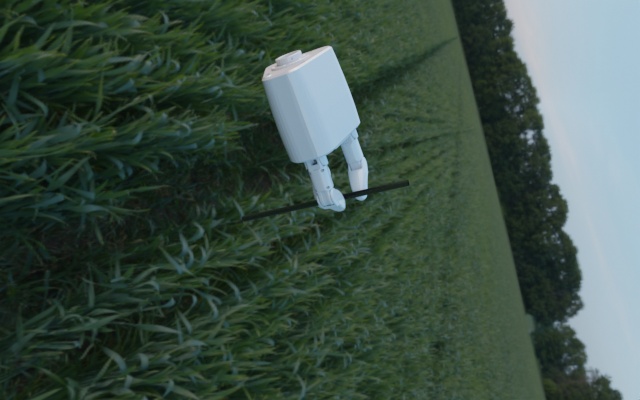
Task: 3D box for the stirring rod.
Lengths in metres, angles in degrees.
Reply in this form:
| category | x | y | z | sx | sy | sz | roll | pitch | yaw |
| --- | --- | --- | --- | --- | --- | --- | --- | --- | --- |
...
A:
| category | x | y | z | sx | sy | sz | roll | pitch | yaw |
| --- | --- | --- | --- | --- | --- | --- | --- | --- | --- |
| stirring rod | 0.000 | 0.002 | 0.639 | 0.239 | 0.011 | 0.011 | -12 | -4 | 20 |
